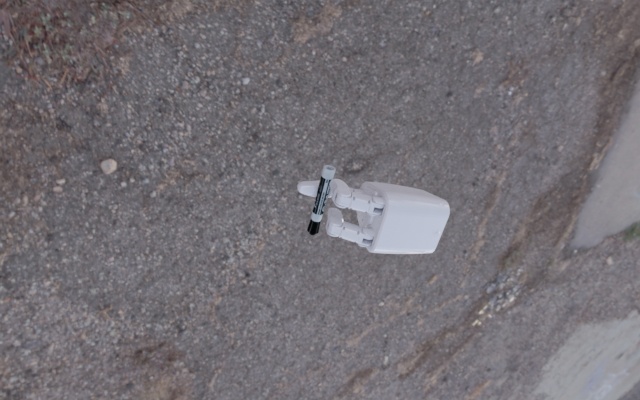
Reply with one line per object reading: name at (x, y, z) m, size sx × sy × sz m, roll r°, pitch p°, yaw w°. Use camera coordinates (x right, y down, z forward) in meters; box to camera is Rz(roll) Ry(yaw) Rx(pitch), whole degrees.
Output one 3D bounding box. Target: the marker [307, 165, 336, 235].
marker at (0.000, 0.002, 0.740) m, size 0.020 × 0.121 × 0.020 m, roll 11°, pitch 29°, yaw -6°
